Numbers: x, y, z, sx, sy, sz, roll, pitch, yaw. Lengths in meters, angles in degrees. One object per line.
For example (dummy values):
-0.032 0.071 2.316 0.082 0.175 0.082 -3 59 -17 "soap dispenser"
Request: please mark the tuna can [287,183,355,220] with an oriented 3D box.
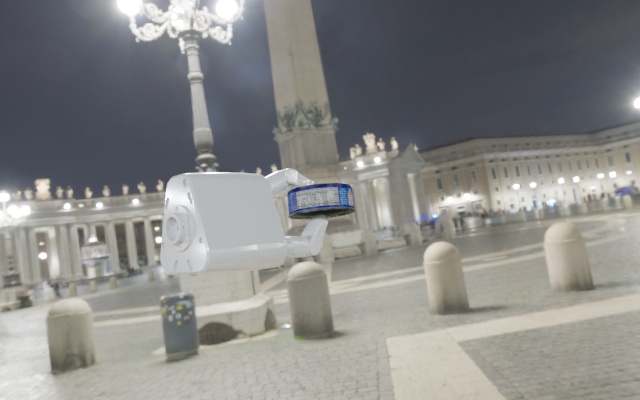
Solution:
0.000 0.001 0.615 0.086 0.033 0.086 -6 -9 -1 "tuna can"
